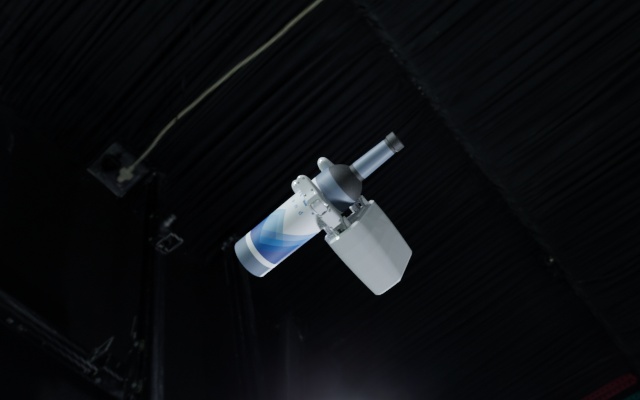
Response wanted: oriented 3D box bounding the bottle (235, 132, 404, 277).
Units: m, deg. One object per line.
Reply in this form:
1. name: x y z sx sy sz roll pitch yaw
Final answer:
1. bottle: 0.000 0.002 0.714 0.296 0.069 0.069 -39 -11 14
